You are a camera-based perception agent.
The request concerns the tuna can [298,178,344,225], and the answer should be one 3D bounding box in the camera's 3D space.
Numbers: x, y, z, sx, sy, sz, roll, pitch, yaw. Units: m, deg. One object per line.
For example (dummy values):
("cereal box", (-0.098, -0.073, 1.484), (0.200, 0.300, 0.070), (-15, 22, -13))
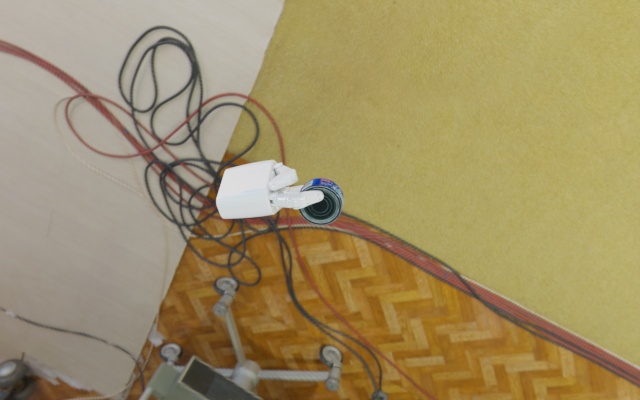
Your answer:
("tuna can", (0.000, 0.003, 0.895), (0.086, 0.086, 0.033), (0, 27, 7))
